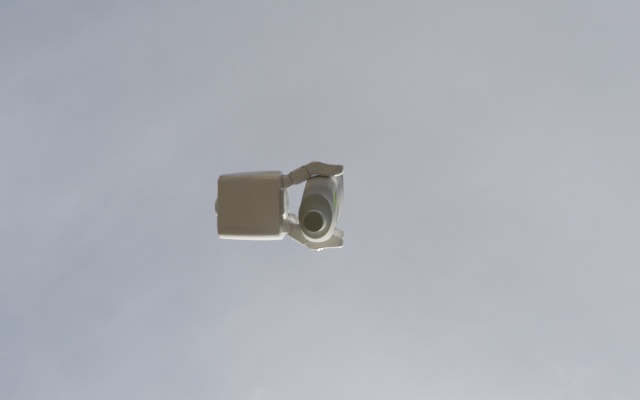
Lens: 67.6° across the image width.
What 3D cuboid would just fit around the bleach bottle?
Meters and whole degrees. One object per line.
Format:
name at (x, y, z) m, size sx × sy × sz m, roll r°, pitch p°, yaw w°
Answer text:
bleach bottle at (0.000, 0.003, 0.773) m, size 0.068 × 0.102 × 0.251 m, roll -1°, pitch 8°, yaw 5°
